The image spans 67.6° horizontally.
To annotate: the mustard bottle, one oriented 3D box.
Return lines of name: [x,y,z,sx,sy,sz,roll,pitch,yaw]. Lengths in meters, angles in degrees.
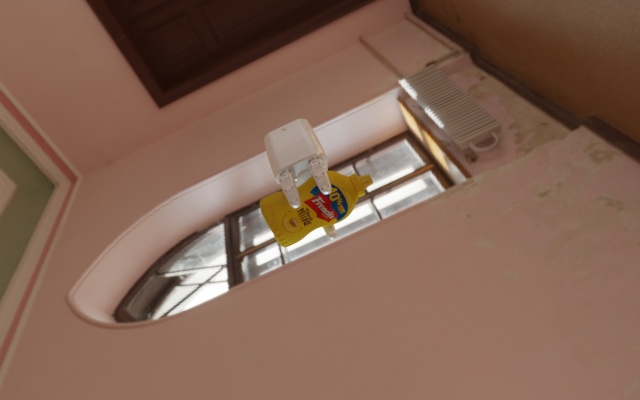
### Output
mustard bottle: [0.000,0.003,0.819,0.191,0.096,0.058,-25,27,3]
